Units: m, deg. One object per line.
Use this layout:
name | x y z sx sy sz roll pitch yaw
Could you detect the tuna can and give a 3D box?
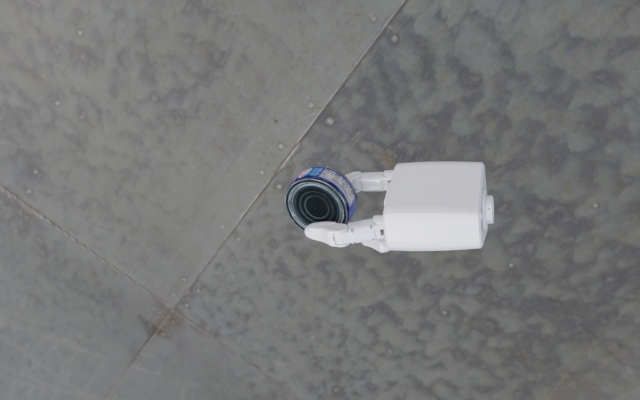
tuna can | 0.000 0.002 0.591 0.086 0.086 0.033 0 30 26
